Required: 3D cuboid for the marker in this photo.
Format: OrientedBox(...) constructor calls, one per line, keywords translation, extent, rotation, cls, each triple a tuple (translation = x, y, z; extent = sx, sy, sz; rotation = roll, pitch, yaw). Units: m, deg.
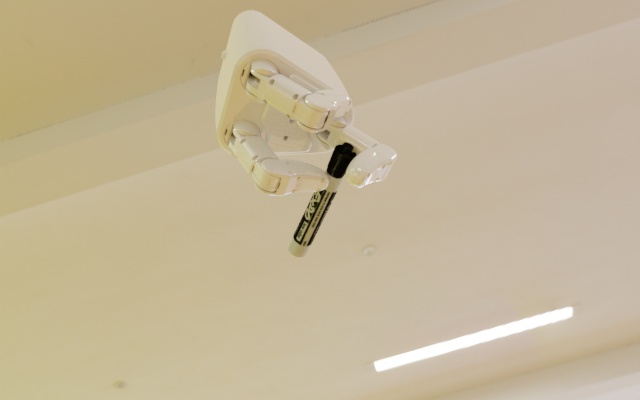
OrientedBox(translation=(0.000, 0.001, 0.413), extent=(0.020, 0.121, 0.020), rotation=(18, 34, -12), cls="marker")
